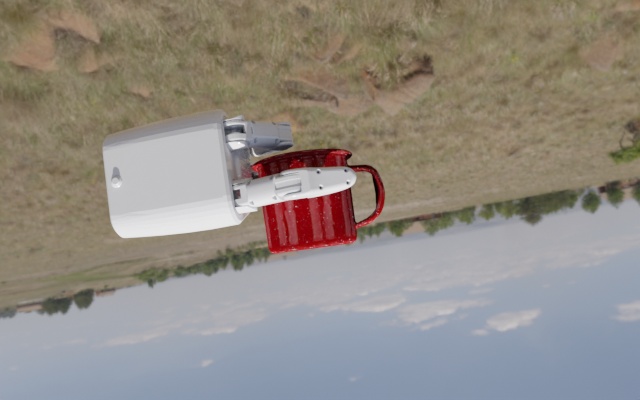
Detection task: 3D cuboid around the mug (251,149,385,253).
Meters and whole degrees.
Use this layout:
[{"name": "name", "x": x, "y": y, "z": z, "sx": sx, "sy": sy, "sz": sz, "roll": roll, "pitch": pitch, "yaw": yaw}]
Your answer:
[{"name": "mug", "x": 0.002, "y": 0.001, "z": 0.433, "sx": 0.117, "sy": 0.081, "sz": 0.093, "roll": -9, "pitch": -5, "yaw": 7}]
